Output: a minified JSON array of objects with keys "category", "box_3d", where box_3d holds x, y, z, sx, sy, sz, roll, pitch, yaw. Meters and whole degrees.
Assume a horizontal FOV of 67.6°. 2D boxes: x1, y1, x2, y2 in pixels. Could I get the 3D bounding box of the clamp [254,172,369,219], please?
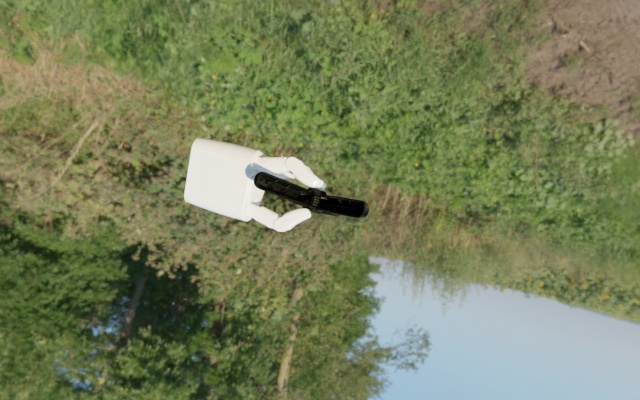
[{"category":"clamp","box_3d":[0.000,0.003,0.743,0.164,0.036,0.210,17,-4,11]}]
